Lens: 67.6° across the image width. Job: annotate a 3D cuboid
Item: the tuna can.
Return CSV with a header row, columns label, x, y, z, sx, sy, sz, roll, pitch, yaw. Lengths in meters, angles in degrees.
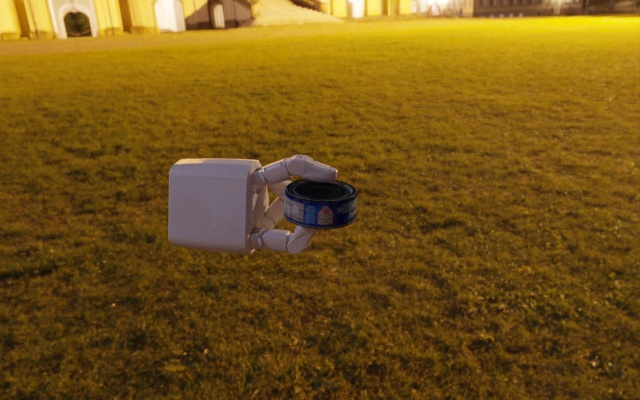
label,x,y,z,sx,sy,sz,roll,pitch,yaw
tuna can,0.000,0.001,0.556,0.086,0.034,0.086,3,20,-1
